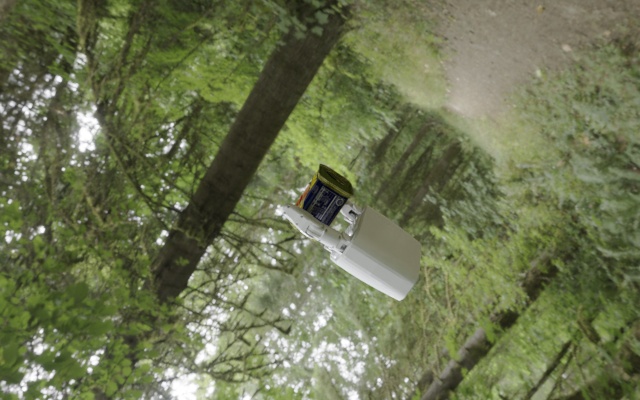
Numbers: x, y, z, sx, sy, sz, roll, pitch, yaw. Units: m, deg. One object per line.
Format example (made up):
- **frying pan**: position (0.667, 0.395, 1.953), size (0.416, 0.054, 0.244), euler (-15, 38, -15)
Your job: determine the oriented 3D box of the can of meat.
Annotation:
- **can of meat**: position (0.000, 0.003, 0.687), size (0.057, 0.084, 0.102), euler (32, 13, -7)
